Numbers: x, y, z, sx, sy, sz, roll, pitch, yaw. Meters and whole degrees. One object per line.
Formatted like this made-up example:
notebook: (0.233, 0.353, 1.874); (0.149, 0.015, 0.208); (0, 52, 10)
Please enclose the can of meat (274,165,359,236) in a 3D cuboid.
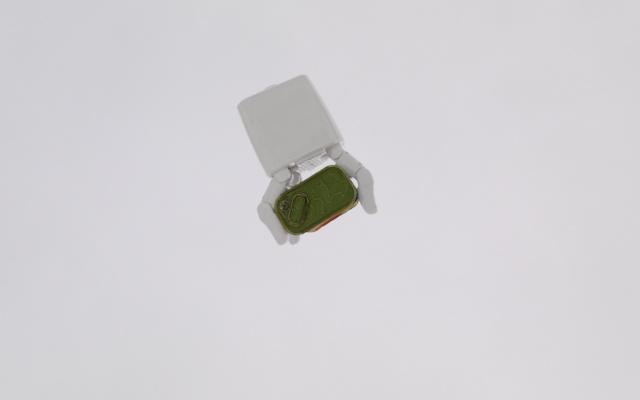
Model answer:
can of meat: (0.000, 0.002, 0.626); (0.102, 0.057, 0.084); (-32, -8, 7)
